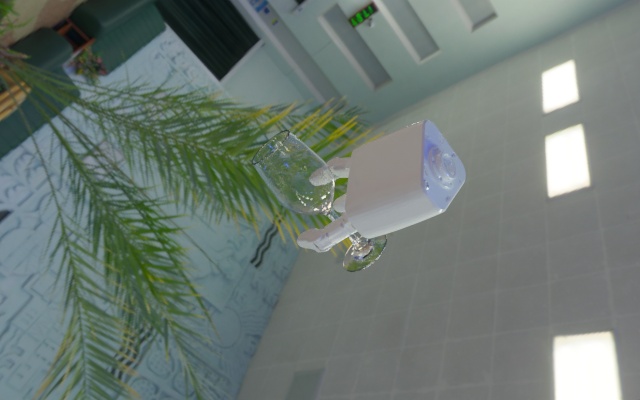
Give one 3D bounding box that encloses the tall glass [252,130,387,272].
[{"bbox_3d":[0.000,0.003,0.624,0.201,0.079,0.079,47,-22,-22],"label":"tall glass"}]
